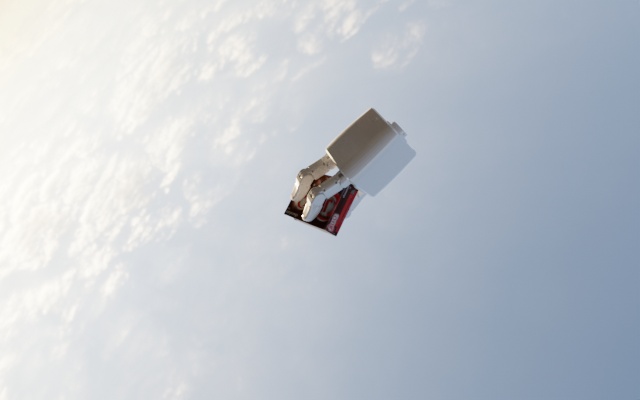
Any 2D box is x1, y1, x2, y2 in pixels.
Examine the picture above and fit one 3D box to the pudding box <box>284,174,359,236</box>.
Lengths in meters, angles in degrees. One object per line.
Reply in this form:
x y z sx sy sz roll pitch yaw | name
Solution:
0.000 0.003 0.815 0.039 0.090 0.113 34 -11 -40 | pudding box
